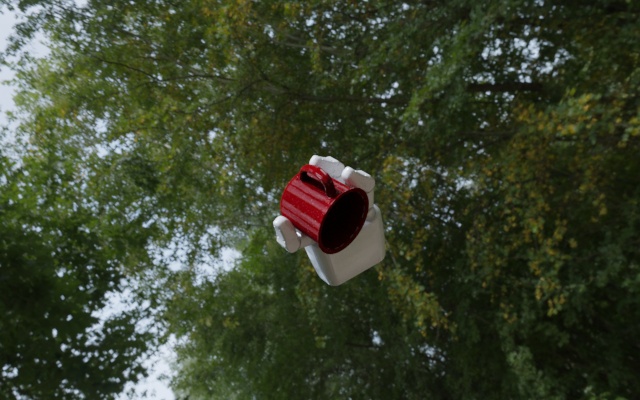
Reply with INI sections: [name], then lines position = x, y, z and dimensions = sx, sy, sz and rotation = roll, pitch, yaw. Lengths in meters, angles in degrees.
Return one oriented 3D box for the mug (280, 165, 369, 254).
[mug]
position = 0.000, 0.001, 0.611
dimensions = 0.081, 0.117, 0.093
rotation = 31, 62, 35
